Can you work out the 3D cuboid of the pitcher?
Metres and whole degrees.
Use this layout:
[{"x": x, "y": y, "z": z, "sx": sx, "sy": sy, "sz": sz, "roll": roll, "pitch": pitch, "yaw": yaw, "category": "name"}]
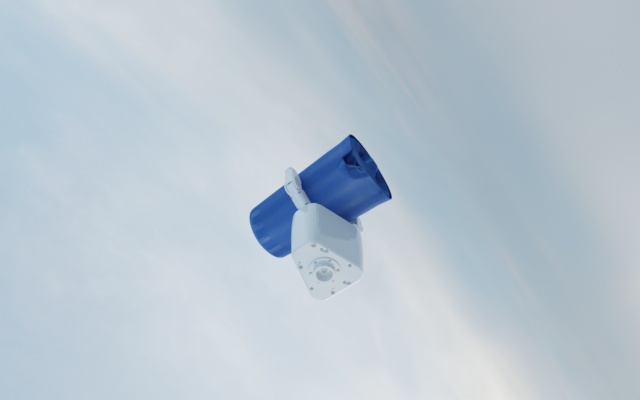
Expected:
[{"x": 0.000, "y": 0.003, "z": 0.863, "sx": 0.243, "sy": 0.149, "sz": 0.145, "roll": -33, "pitch": 25, "yaw": 16, "category": "pitcher"}]
